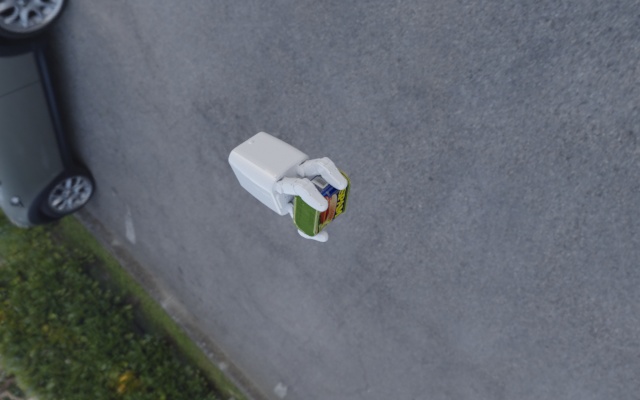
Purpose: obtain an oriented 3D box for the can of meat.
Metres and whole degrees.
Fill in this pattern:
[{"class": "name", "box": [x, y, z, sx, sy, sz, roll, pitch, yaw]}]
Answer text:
[{"class": "can of meat", "box": [0.000, 0.003, 0.808, 0.057, 0.102, 0.084, 34, 54, 22]}]
